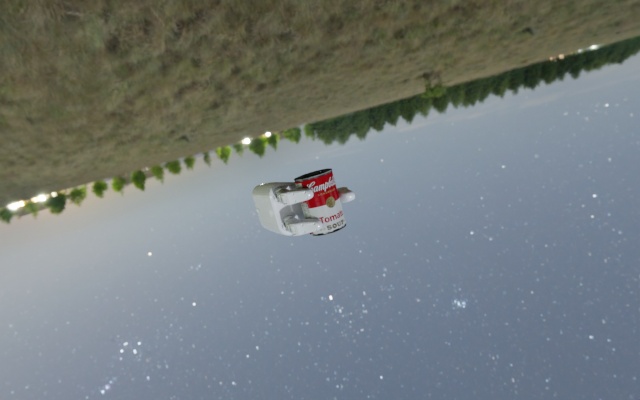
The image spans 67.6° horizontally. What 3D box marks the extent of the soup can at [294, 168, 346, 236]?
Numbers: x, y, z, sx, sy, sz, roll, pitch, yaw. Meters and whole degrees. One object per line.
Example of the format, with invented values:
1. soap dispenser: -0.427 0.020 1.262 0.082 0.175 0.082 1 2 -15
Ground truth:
1. soup can: 0.001 0.003 0.824 0.068 0.102 0.068 -15 10 3
